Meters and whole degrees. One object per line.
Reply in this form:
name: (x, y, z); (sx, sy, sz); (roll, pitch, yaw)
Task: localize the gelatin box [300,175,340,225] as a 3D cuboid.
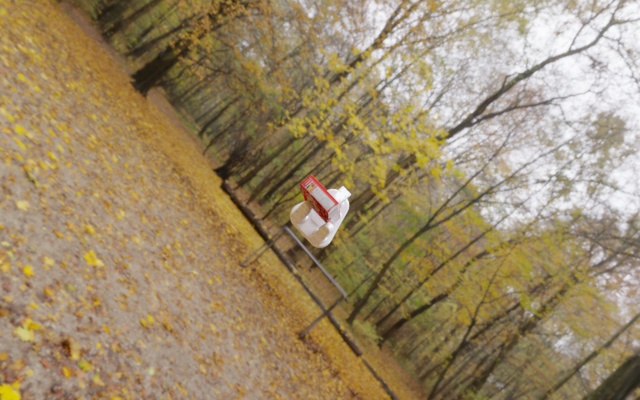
gelatin box: (0.000, 0.002, 0.848); (0.030, 0.073, 0.089); (-40, -17, -10)
